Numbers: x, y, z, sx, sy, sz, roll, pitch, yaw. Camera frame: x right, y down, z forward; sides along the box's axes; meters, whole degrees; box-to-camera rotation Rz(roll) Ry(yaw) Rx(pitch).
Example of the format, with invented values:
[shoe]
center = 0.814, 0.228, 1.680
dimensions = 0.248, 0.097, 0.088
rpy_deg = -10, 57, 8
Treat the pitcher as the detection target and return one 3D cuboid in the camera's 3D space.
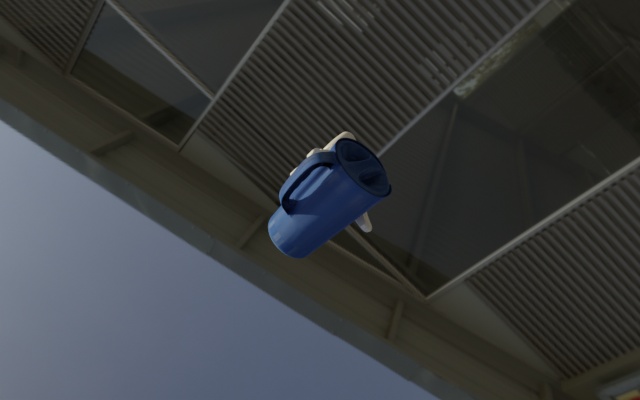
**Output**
[pitcher]
center = 0.000, 0.003, 0.897
dimensions = 0.243, 0.149, 0.145
rpy_deg = -43, 4, 32
